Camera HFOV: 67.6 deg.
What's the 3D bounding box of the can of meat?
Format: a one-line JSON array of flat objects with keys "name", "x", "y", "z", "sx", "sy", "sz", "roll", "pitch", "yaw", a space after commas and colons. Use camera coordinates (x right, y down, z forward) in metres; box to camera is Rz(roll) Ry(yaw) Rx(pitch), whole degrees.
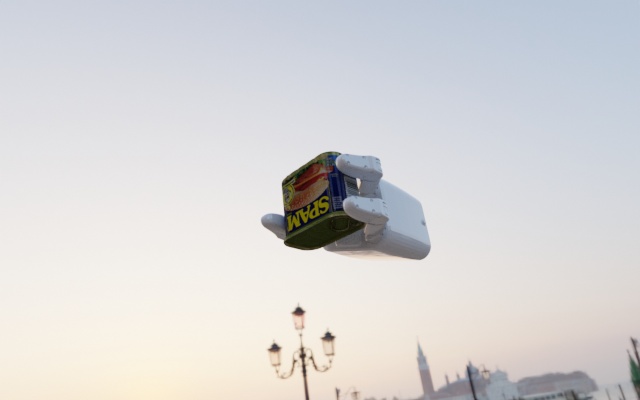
[{"name": "can of meat", "x": 0.000, "y": 0.002, "z": 0.564, "sx": 0.057, "sy": 0.084, "sz": 0.102, "roll": 18, "pitch": -36, "yaw": -42}]
